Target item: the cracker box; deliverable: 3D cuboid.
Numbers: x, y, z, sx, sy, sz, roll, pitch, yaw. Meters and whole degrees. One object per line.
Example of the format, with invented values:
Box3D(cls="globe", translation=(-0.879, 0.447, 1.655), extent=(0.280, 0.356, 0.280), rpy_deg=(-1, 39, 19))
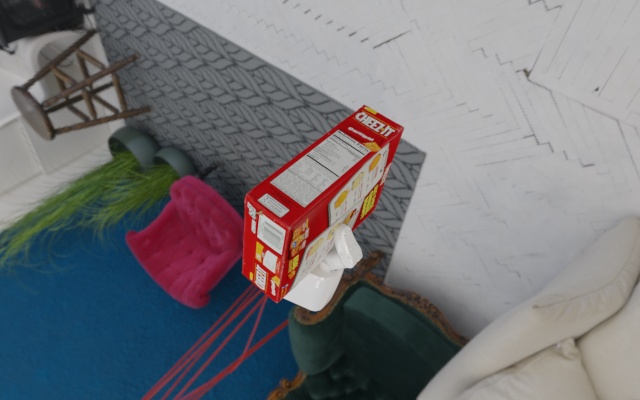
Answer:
Box3D(cls="cracker box", translation=(0.000, 0.002, 0.590), extent=(0.072, 0.164, 0.213), rpy_deg=(36, 54, 18))
